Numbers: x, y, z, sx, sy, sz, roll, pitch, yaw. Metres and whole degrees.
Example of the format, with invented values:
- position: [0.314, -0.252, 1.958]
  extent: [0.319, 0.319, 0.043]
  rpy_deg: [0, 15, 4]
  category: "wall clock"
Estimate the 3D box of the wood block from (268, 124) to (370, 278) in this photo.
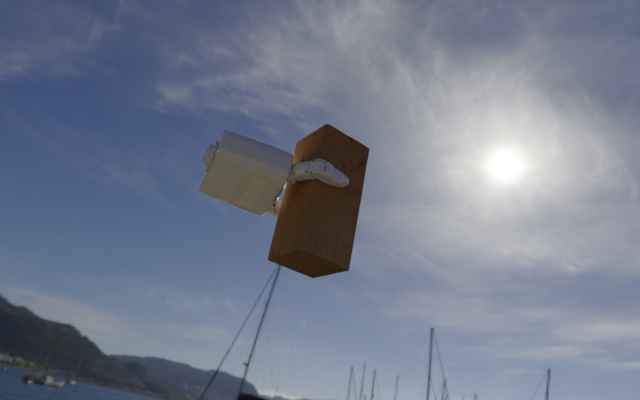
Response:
- position: [0.000, 0.002, 0.728]
  extent: [0.090, 0.206, 0.091]
  rpy_deg: [27, -29, -28]
  category: "wood block"
